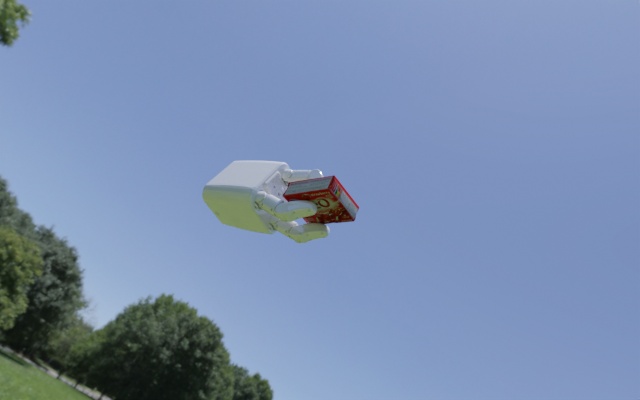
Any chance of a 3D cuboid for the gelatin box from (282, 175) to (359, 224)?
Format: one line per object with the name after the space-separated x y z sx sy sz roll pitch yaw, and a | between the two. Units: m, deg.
0.001 0.002 0.697 0.089 0.030 0.073 -8 -44 37 | gelatin box
